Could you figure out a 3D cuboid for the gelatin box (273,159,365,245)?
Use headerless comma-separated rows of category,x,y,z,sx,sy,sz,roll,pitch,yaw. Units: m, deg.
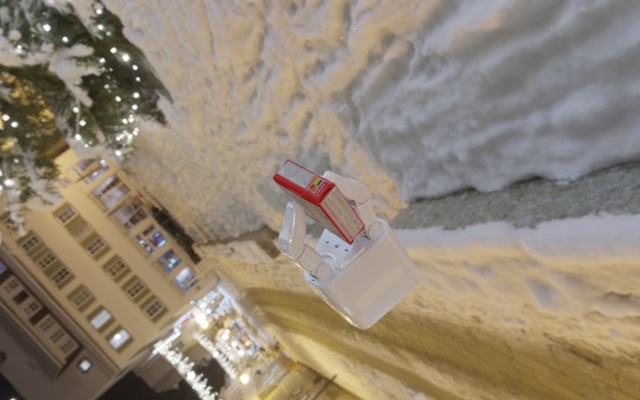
gelatin box,0.000,0.002,0.508,0.073,0.030,0.089,30,-13,40
